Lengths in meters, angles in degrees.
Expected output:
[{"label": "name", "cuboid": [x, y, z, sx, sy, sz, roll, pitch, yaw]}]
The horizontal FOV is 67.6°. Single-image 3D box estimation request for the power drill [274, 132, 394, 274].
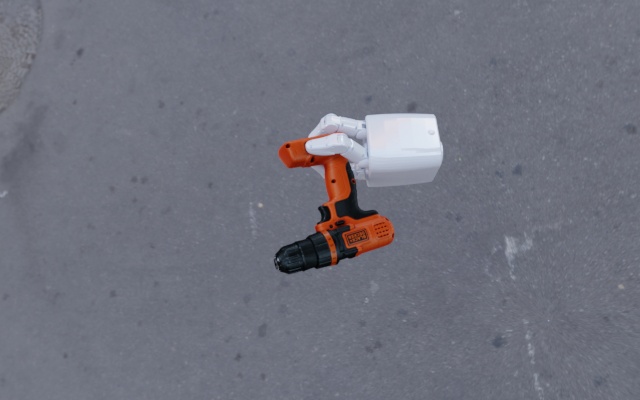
[{"label": "power drill", "cuboid": [0.000, 0.002, 0.699, 0.184, 0.187, 0.057, -14, -10, -21]}]
